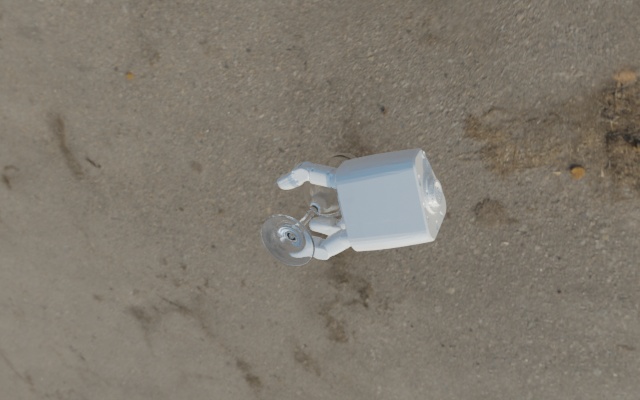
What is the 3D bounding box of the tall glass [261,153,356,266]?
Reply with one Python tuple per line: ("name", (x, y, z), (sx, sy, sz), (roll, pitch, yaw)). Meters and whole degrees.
("tall glass", (0.000, 0.002, 0.661), (0.079, 0.079, 0.201), (0, 29, 28))
